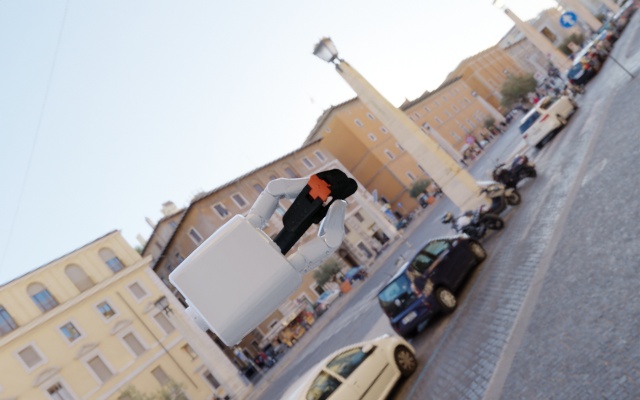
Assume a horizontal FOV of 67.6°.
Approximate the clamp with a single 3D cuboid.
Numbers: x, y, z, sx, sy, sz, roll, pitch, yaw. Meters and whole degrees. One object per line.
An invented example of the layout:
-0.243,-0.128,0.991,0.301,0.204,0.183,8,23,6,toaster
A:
-0.001,0.001,0.591,0.164,0.036,0.210,-42,-7,-17,clamp
